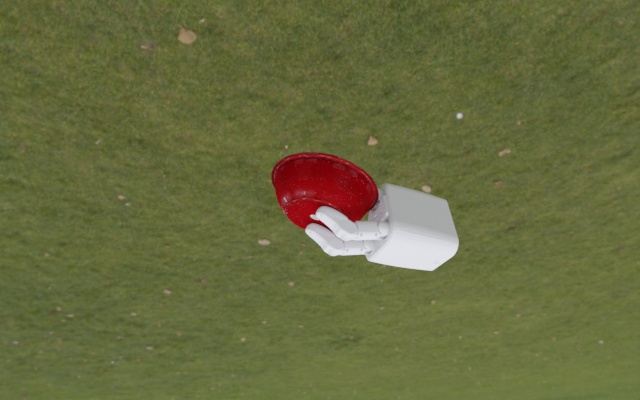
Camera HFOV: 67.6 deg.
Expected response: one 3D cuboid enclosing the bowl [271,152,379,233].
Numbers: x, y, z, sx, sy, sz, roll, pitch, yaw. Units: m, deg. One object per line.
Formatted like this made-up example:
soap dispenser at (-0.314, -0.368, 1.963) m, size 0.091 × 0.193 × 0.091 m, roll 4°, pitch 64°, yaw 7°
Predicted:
bowl at (-0.001, 0.002, 0.689) m, size 0.162 × 0.055 × 0.162 m, roll 11°, pitch -32°, yaw 7°
